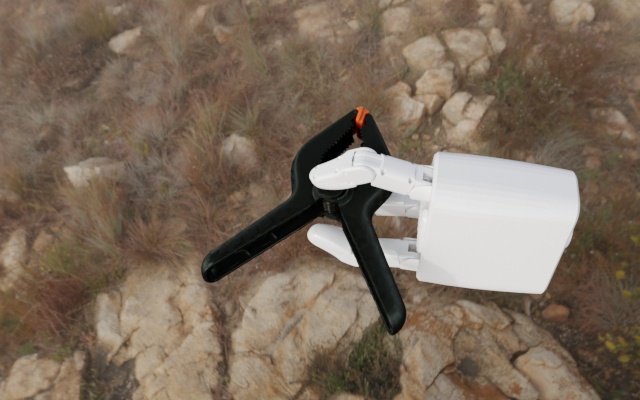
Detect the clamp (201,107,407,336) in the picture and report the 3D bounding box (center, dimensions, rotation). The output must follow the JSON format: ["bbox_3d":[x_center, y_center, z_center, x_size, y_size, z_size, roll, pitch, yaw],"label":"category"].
[{"bbox_3d":[0.000,0.000,0.412,0.164,0.209,0.036,8,-33,9],"label":"clamp"}]
